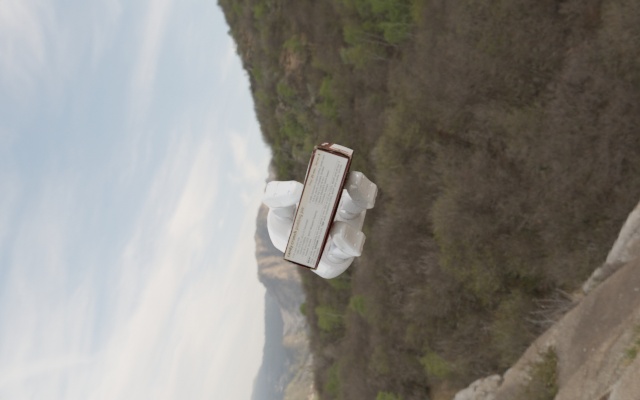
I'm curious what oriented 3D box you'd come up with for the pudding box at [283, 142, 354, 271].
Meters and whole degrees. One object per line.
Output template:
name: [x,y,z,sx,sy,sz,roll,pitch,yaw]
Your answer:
pudding box: [0.000,0.001,0.469,0.039,0.113,0.090,15,10,2]
